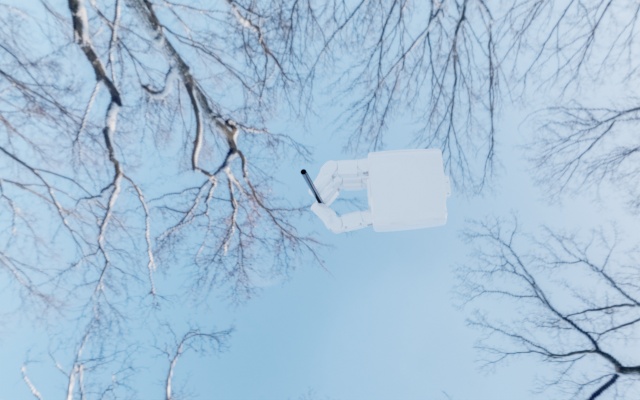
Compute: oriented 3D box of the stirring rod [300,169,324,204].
[{"bbox_3d":[0.000,0.002,0.727,0.011,0.011,0.240,0,-19,11],"label":"stirring rod"}]
